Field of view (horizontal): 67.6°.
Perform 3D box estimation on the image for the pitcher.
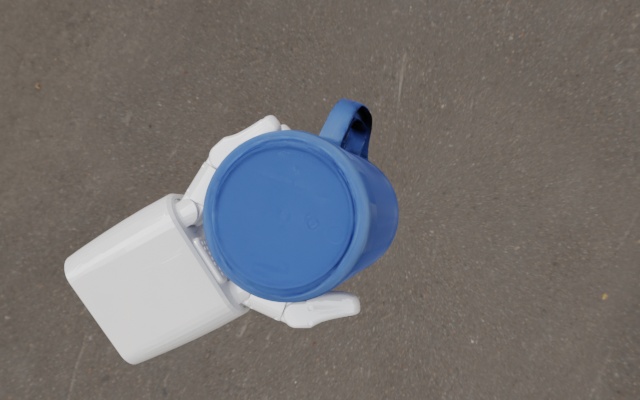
[{"bbox_3d":[0.000,0.001,0.405,0.145,0.149,0.243,-26,-5,8],"label":"pitcher"}]
